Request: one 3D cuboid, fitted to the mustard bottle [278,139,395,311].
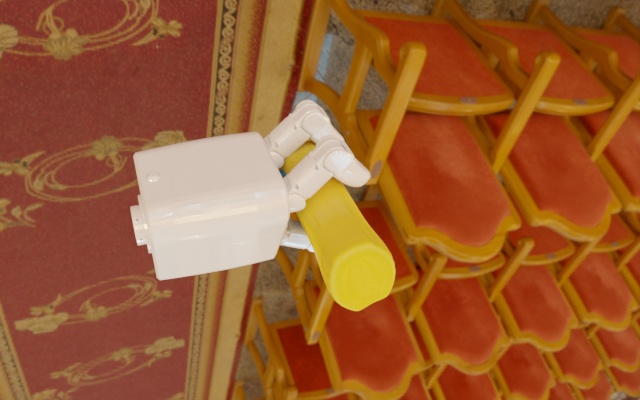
[{"bbox_3d":[0.000,0.002,0.440,0.058,0.191,0.096,-28,-40,-2],"label":"mustard bottle"}]
